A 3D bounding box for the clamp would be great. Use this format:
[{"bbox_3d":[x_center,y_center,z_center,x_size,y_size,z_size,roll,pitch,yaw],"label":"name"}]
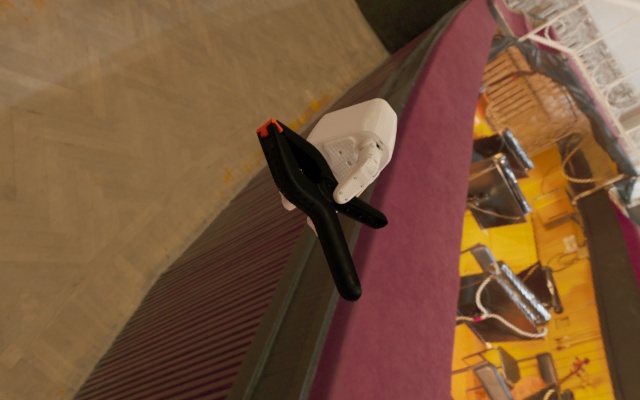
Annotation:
[{"bbox_3d":[0.000,0.001,0.539,0.036,0.210,0.164,-31,21,30],"label":"clamp"}]
